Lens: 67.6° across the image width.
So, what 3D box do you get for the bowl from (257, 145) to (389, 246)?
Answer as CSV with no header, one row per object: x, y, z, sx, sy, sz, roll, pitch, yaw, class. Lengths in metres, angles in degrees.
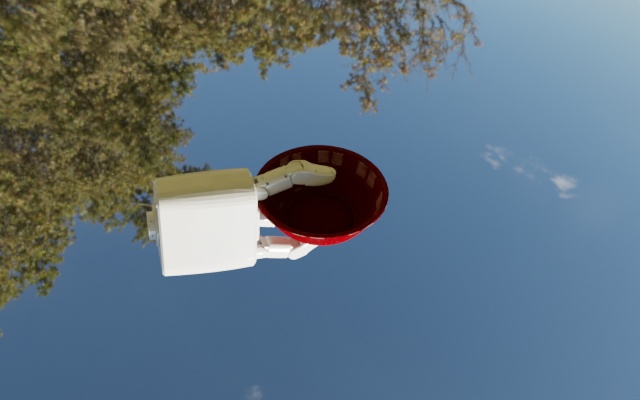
0.001,0.002,0.587,0.162,0.055,0.162,1,45,-1,bowl
